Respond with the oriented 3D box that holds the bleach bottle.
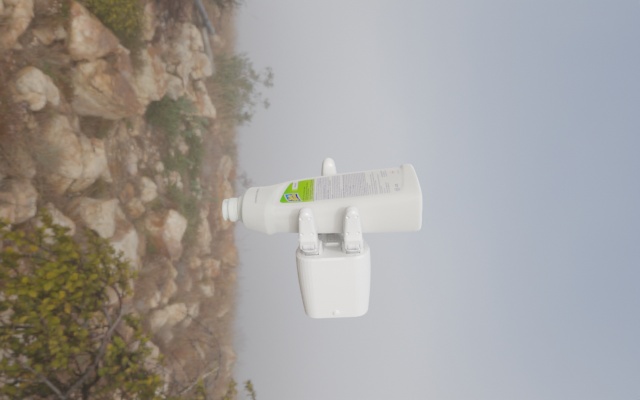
[{"bbox_3d":[0.000,0.002,0.626,0.251,0.068,0.102,-3,28,3],"label":"bleach bottle"}]
